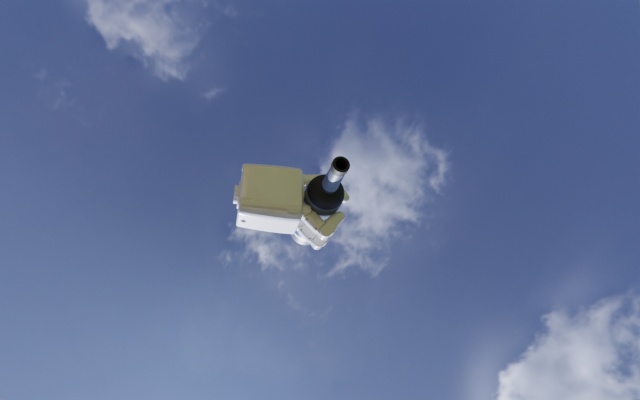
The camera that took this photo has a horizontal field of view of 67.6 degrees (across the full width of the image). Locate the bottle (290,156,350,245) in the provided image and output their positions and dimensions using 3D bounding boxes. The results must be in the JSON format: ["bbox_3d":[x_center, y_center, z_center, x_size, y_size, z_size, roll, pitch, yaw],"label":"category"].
[{"bbox_3d":[0.000,0.003,0.845,0.069,0.069,0.296,0,-23,-13],"label":"bottle"}]
